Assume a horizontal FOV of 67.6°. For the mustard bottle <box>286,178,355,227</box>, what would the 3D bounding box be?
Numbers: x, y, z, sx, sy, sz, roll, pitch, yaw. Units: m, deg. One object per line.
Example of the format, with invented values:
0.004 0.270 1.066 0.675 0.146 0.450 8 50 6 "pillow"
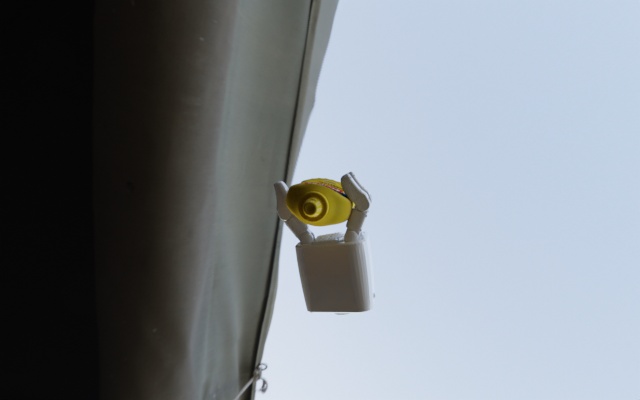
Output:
0.000 0.002 0.703 0.096 0.058 0.191 18 8 6 "mustard bottle"
